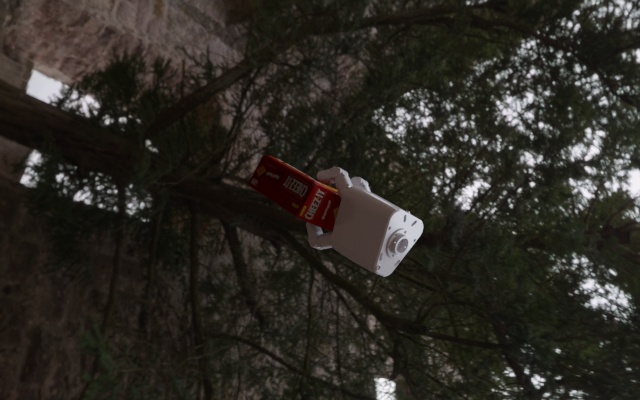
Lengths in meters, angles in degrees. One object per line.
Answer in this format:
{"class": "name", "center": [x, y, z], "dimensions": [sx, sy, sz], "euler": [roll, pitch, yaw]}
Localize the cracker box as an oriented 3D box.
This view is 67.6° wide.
{"class": "cracker box", "center": [0.000, 0.003, 0.869], "dimensions": [0.214, 0.072, 0.164], "euler": [26, 3, -43]}
